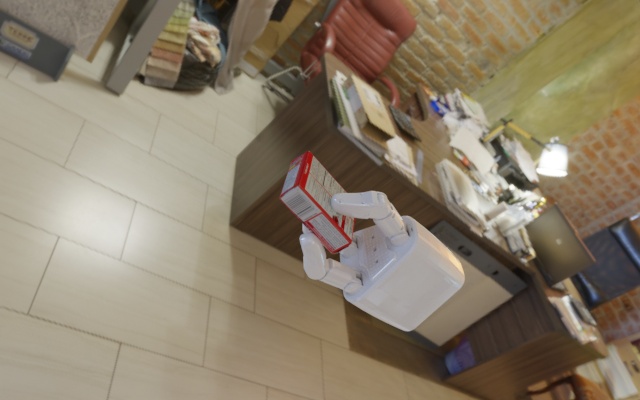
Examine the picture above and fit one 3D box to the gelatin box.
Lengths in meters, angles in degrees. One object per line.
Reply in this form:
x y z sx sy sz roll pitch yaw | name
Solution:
0.000 0.001 0.506 0.030 0.089 0.073 -31 25 25 | gelatin box
